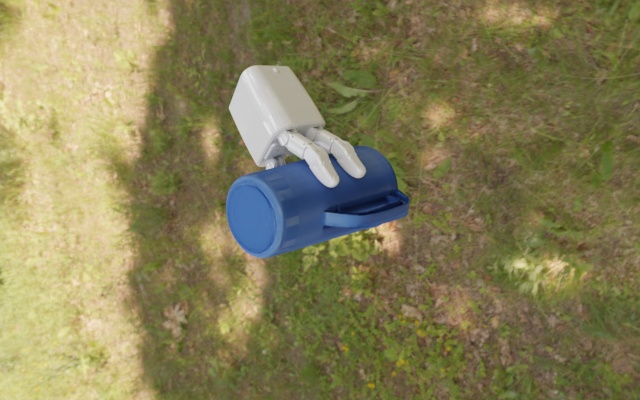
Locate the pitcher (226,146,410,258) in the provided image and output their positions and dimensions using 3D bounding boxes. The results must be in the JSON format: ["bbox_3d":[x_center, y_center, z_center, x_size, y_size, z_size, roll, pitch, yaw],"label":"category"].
[{"bbox_3d":[0.000,0.002,0.671,0.243,0.145,0.149,-16,-16,-47],"label":"pitcher"}]
